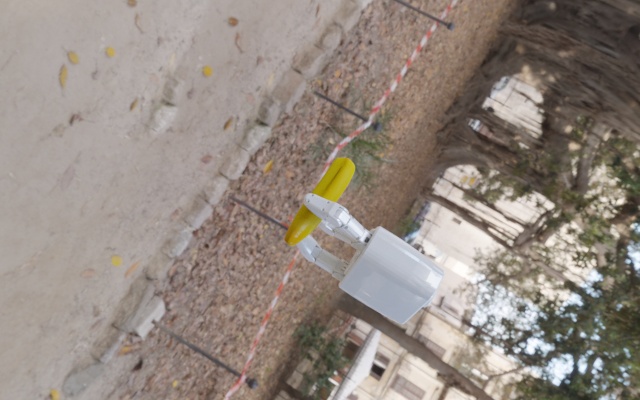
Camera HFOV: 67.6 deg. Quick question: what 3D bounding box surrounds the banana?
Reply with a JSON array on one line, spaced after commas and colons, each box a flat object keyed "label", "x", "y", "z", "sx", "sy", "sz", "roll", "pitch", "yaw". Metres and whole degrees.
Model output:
[{"label": "banana", "x": 0.009, "y": -0.011, "z": 0.678, "sx": 0.037, "sy": 0.070, "sz": 0.197, "roll": 34, "pitch": 41, "yaw": 0}]
